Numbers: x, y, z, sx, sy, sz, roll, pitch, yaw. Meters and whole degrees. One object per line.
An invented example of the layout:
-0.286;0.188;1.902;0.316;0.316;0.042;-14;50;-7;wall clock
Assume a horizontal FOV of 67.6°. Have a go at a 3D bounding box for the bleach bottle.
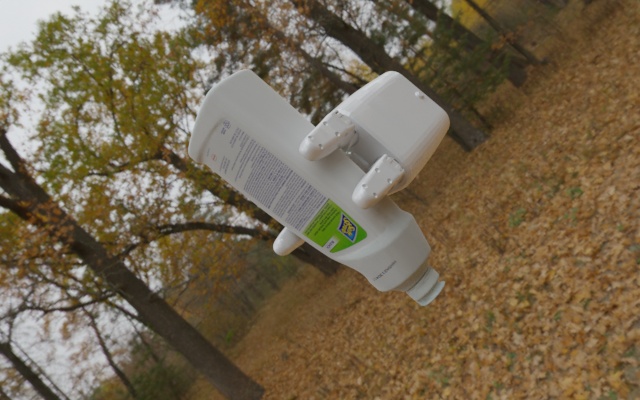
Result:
0.000;0.001;0.423;0.068;0.251;0.103;-45;-5;-39;bleach bottle
